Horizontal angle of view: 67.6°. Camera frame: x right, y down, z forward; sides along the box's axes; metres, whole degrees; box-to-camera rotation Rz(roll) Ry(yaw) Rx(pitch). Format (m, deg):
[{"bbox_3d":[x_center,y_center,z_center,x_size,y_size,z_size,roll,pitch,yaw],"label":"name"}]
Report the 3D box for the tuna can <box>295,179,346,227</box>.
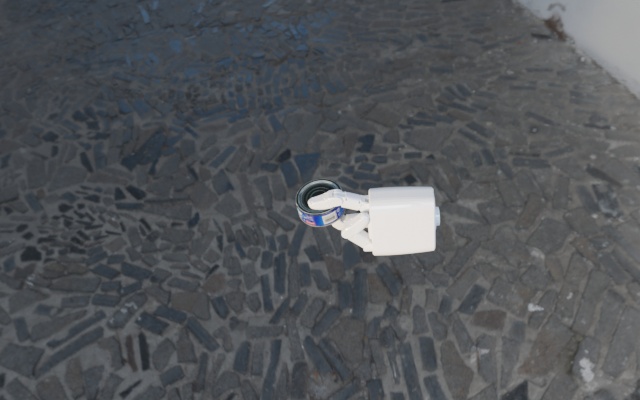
[{"bbox_3d":[0.000,0.002,0.831,0.086,0.086,0.034,0,-41,15],"label":"tuna can"}]
